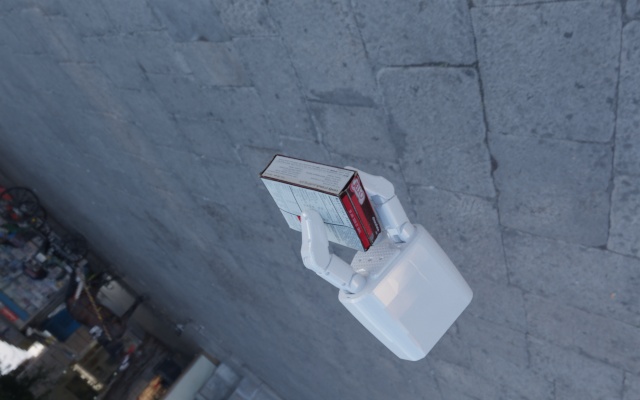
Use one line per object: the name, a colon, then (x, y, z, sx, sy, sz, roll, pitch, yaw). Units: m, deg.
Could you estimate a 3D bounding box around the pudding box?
pudding box: (0.000, 0.002, 0.502, 0.113, 0.039, 0.090, 14, -35, 37)
